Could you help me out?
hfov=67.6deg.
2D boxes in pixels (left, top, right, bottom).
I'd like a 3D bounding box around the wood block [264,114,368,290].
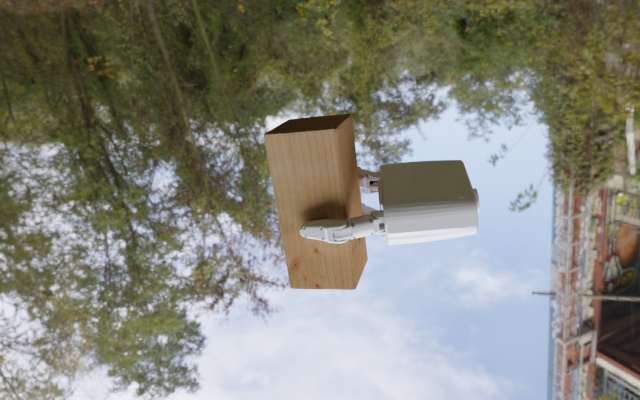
[{"bbox_3d":[0.000,0.002,0.613,0.090,0.206,0.090,-2,20,18],"label":"wood block"}]
